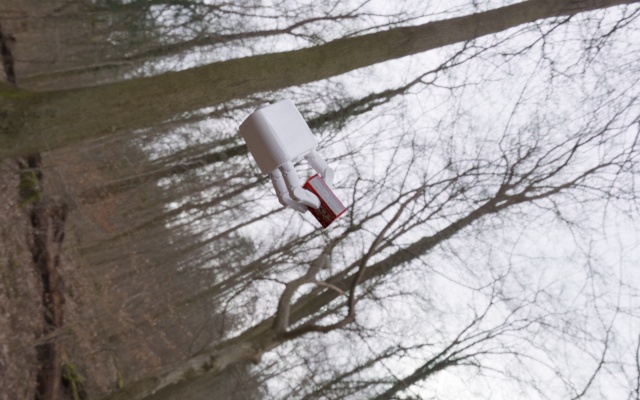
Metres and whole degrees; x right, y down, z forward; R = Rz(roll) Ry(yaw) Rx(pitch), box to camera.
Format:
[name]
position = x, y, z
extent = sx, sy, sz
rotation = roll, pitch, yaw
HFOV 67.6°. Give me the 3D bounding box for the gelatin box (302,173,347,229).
[gelatin box]
position = 0.001, 0.003, 0.894
extent = 0.030, 0.089, 0.073
rotation = -37, -6, -28
